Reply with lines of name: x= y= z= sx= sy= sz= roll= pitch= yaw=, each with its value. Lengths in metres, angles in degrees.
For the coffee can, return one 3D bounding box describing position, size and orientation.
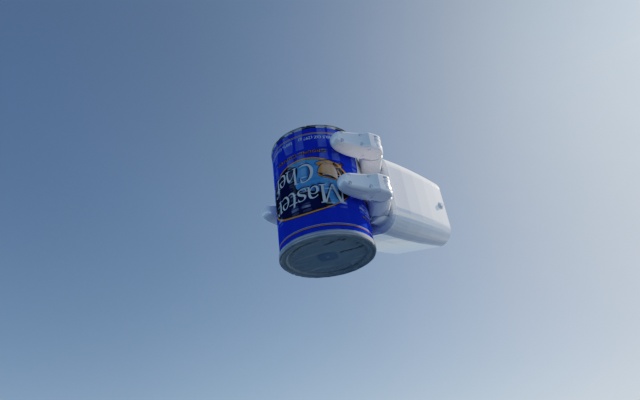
coffee can: x=0.000 y=0.002 z=0.534 sx=0.103 sy=0.140 sz=0.103 roll=-6 pitch=-32 yaw=-3
